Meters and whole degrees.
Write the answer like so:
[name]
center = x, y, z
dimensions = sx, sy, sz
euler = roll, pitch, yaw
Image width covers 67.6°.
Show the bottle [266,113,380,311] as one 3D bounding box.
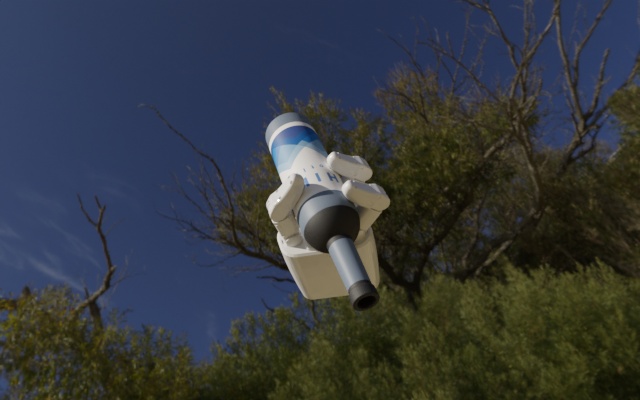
[bottle]
center = 0.000, 0.002, 0.554
dimensions = 0.069, 0.069, 0.295
euler = 0, 40, -23
